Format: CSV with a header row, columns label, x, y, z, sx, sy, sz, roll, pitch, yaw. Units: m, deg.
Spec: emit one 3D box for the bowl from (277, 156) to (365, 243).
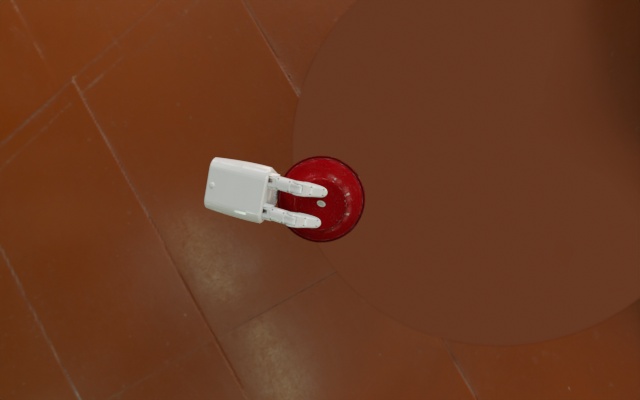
label,x,y,z,sx,sy,sz,roll,pitch,yaw
bowl,0.001,0.003,0.848,0.162,0.162,0.055,0,10,2
